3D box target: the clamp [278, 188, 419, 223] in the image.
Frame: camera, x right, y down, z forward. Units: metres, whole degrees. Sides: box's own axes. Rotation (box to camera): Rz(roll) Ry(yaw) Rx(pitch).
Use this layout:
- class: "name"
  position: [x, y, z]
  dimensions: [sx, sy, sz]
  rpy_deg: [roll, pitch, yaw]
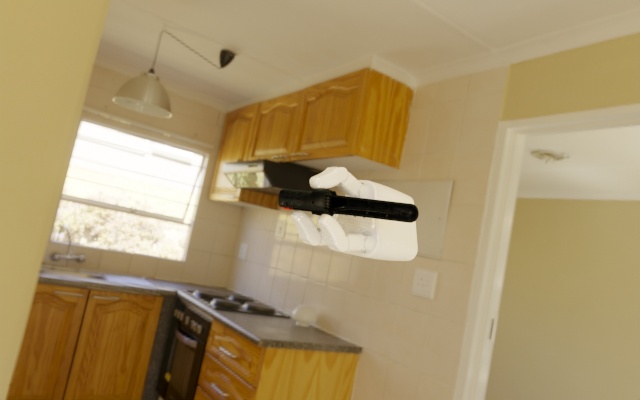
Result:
- class: "clamp"
  position: [0.000, 0.001, 0.636]
  dimensions: [0.164, 0.036, 0.210]
  rpy_deg: [11, -4, -43]
